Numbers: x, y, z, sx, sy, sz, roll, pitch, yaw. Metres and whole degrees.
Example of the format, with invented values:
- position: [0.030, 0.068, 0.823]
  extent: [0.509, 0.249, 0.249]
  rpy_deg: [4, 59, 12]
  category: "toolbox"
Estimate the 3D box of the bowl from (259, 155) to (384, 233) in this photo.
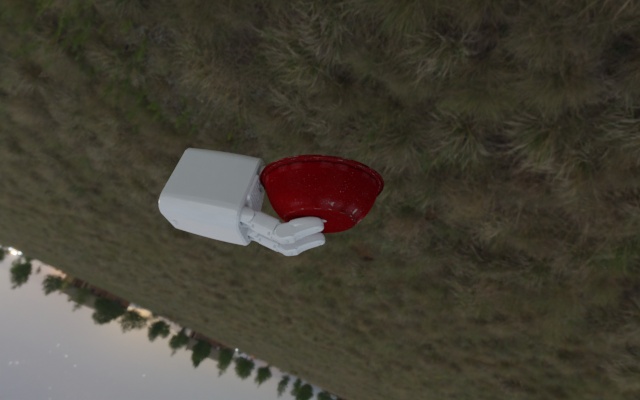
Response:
- position: [0.001, 0.002, 0.609]
  extent: [0.162, 0.055, 0.162]
  rpy_deg: [3, -22, 1]
  category: "bowl"
